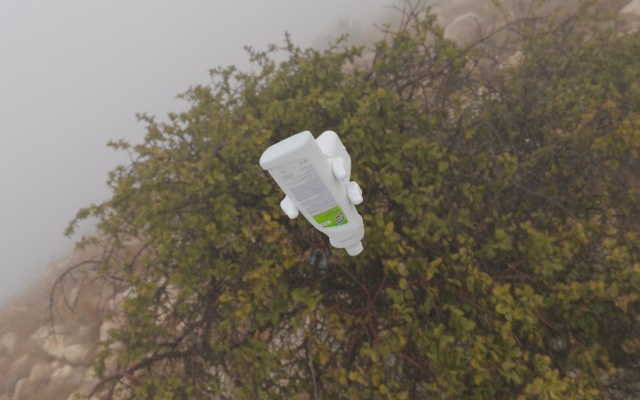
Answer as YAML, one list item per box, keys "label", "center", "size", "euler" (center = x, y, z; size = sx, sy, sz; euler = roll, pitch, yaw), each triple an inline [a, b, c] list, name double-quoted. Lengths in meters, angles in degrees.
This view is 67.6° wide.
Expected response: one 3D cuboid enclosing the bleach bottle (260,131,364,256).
- label: "bleach bottle"
  center: [0.000, 0.003, 0.861]
  size: [0.102, 0.251, 0.068]
  euler: [-21, 27, 23]
